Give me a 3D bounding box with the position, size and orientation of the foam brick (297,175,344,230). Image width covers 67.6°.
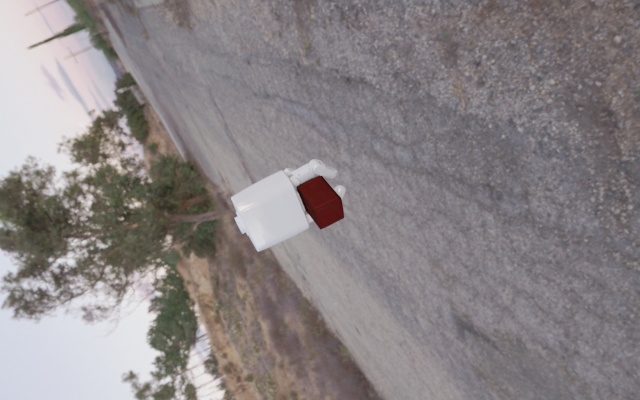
[{"bbox_3d":[0.000,0.003,0.849,0.051,0.053,0.078,-26,44,-14],"label":"foam brick"}]
